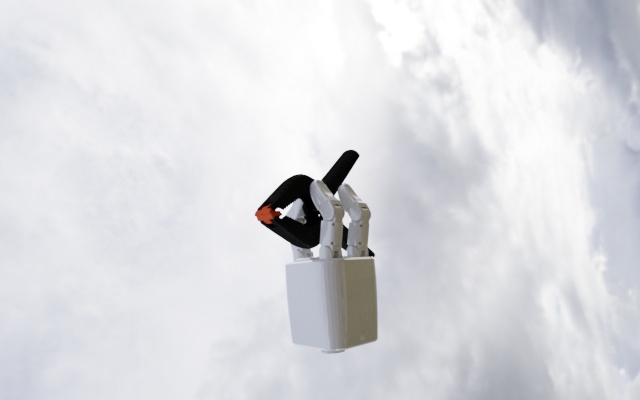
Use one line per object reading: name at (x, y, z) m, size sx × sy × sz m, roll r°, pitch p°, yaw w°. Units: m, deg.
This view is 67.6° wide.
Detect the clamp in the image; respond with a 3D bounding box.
clamp at (-0.001, 0.002, 0.629) m, size 0.036 × 0.164 × 0.210 m, roll -12°, pitch -12°, yaw 39°
